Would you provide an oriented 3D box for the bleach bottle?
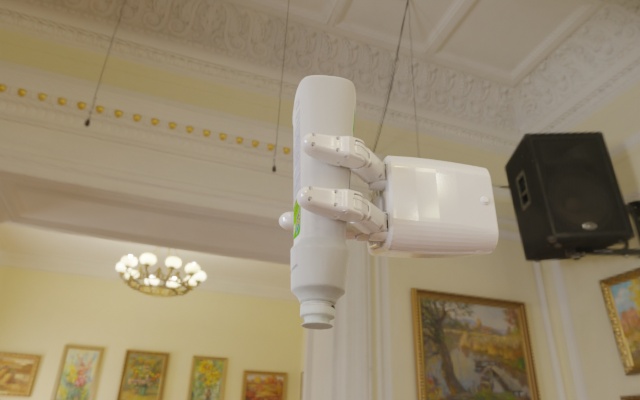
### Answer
[{"bbox_3d":[0.000,0.001,0.479,0.068,0.250,0.103,4,-27,-4],"label":"bleach bottle"}]
